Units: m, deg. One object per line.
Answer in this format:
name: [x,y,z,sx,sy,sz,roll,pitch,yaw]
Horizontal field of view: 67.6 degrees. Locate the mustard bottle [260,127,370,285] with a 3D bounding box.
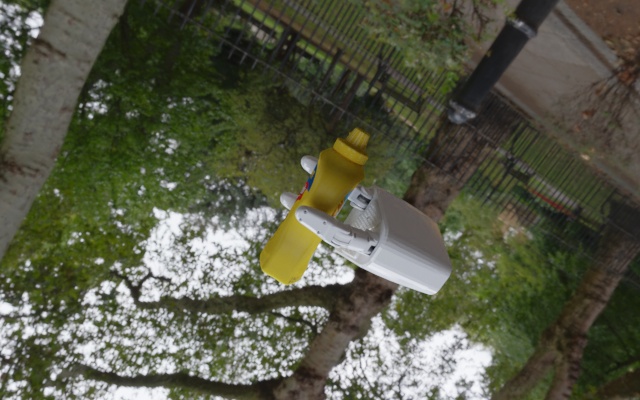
mustard bottle: [0.000,0.002,0.556,0.058,0.192,0.096,32,14,1]
